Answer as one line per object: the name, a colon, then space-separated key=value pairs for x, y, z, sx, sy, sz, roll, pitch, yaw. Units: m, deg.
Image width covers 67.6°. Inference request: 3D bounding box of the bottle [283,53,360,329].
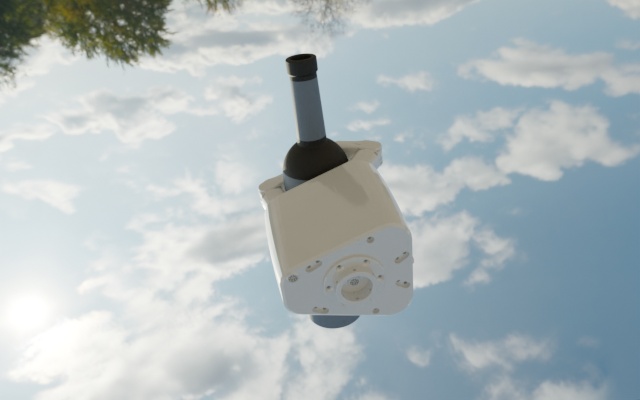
bottle: x=0.000 y=0.002 z=0.488 sx=0.069 sy=0.296 sz=0.069 roll=-6 pitch=31 yaw=3
